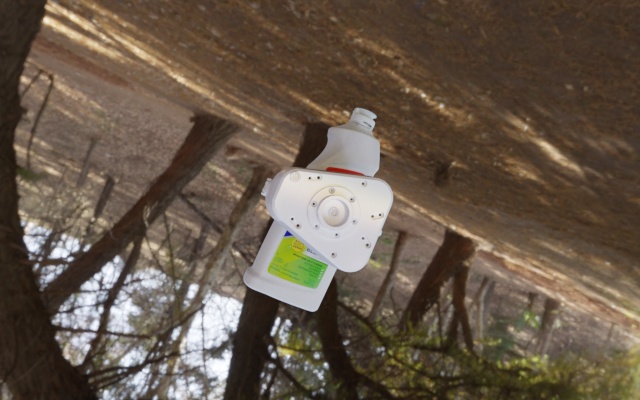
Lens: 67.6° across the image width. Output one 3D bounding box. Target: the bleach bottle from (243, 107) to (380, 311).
[{"bbox_3d":[0.000,0.002,0.591,0.102,0.251,0.068,23,-2,-10],"label":"bleach bottle"}]
